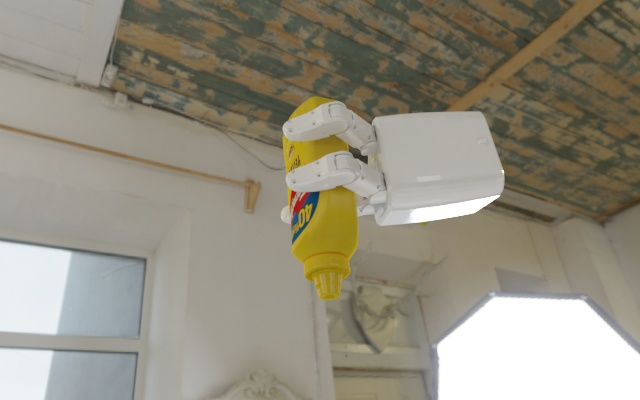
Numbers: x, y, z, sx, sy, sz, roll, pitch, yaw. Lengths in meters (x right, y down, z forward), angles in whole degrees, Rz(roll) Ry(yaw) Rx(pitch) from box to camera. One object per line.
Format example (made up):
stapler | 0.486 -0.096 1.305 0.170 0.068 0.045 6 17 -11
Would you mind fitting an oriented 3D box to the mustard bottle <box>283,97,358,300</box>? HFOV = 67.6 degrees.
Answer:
mustard bottle | 0.000 0.001 0.459 0.058 0.191 0.096 7 -33 -22
